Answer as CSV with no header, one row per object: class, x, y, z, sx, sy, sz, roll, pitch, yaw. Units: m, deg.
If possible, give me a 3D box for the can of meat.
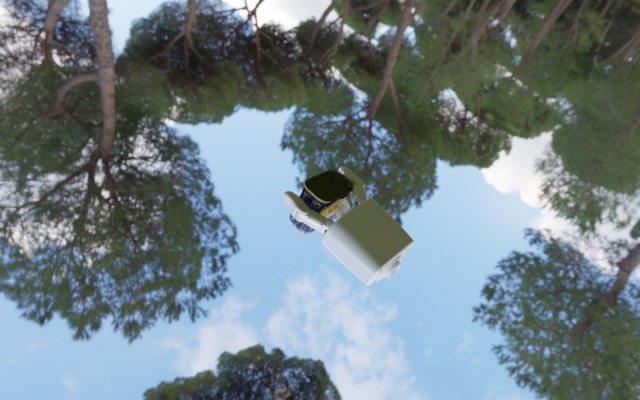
can of meat,0.000,0.003,0.835,0.057,0.084,0.102,42,38,17
